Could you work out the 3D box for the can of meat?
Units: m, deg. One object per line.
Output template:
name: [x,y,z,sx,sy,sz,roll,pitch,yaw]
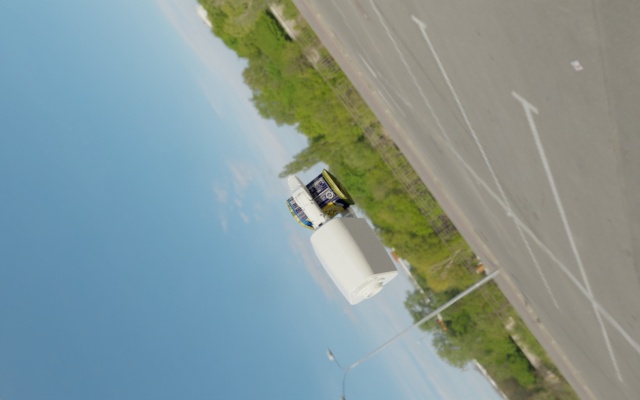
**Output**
can of meat: [0.000,0.003,0.785,0.084,0.057,0.102,-38,-20,8]
